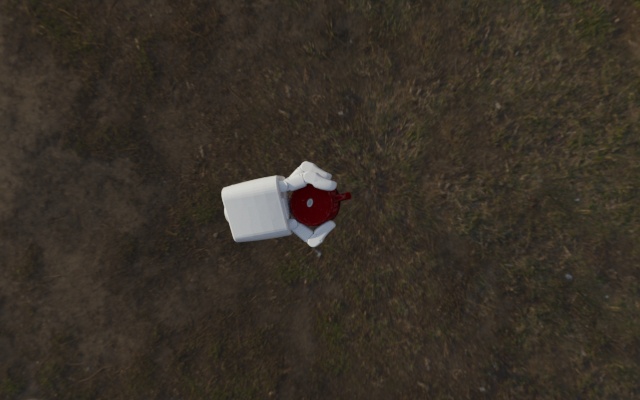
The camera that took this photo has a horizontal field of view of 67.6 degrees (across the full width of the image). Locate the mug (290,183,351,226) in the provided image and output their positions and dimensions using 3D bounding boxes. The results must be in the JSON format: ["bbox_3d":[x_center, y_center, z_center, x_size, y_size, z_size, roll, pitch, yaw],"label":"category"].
[{"bbox_3d":[0.002,0.003,0.896,0.117,0.093,0.081,-9,1,7],"label":"mug"}]
